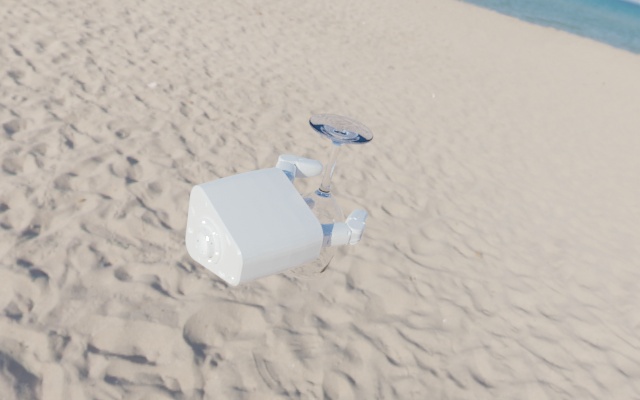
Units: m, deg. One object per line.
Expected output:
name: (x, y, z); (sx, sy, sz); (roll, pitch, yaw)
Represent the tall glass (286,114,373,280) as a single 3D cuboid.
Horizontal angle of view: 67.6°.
tall glass: (0.000, 0.001, 0.581); (0.079, 0.201, 0.079); (11, 31, -7)
